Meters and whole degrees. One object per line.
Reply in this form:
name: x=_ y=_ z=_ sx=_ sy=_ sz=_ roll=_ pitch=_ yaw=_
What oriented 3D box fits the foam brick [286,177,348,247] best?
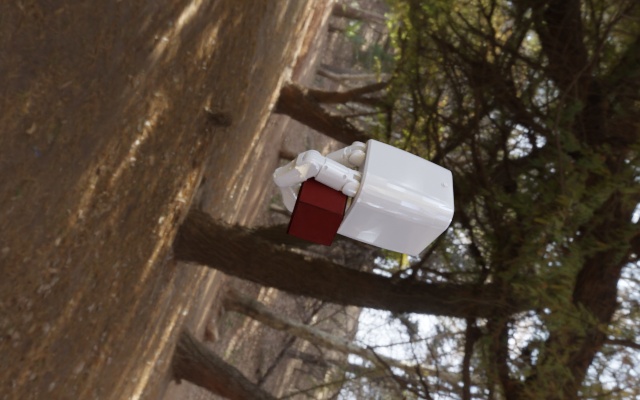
foam brick: x=0.000 y=0.002 z=0.527 sx=0.051 sy=0.053 sz=0.078 roll=20 pitch=42 yaw=-5
